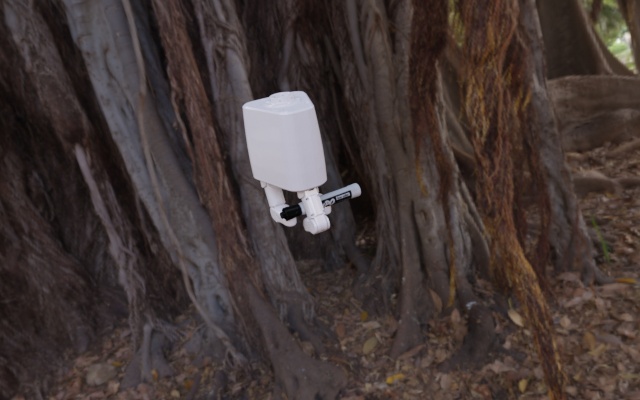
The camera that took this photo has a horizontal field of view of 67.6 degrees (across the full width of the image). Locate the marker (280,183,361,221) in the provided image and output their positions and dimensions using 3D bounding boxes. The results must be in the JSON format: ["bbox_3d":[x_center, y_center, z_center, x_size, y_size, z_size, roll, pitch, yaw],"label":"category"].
[{"bbox_3d":[0.000,0.002,0.660,0.121,0.020,0.020,-19,7,-22],"label":"marker"}]
